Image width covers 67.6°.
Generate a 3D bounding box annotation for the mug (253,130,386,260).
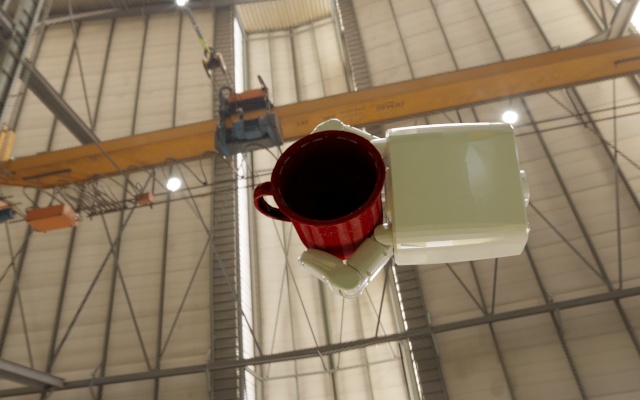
[{"bbox_3d":[-0.001,0.002,0.415,0.117,0.093,0.081,-4,-32,9],"label":"mug"}]
